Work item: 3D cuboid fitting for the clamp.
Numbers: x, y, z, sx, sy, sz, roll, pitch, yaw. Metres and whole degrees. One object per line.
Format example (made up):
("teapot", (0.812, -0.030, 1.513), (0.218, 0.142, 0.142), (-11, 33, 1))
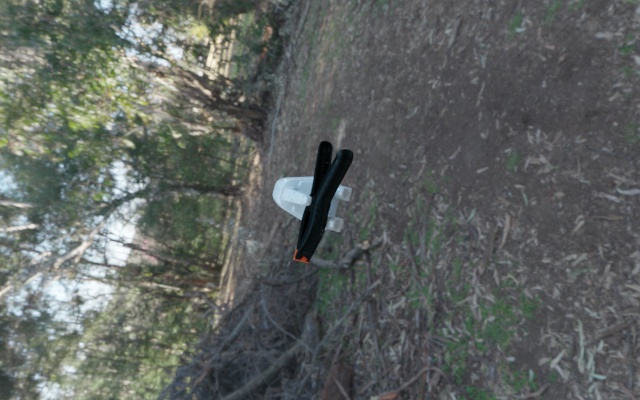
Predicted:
("clamp", (-0.001, 0.003, 0.775), (0.036, 0.210, 0.164), (15, 1, -13))
